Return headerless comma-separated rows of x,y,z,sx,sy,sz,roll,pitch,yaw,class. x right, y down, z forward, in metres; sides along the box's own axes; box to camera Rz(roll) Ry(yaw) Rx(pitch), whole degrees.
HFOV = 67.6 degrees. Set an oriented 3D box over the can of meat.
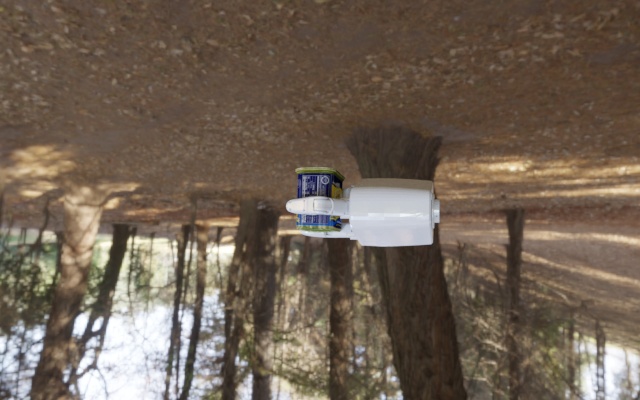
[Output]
0.000,0.003,0.684,0.057,0.084,0.102,0,-6,13,can of meat
